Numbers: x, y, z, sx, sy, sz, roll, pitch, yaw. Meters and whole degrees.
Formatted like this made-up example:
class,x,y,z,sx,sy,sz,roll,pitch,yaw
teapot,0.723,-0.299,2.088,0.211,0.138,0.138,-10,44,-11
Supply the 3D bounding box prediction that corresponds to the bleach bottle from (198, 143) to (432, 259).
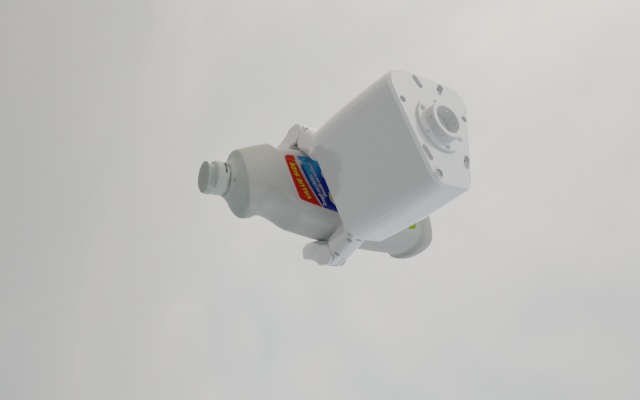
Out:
class,x,y,z,sx,sy,sz,roll,pitch,yaw
bleach bottle,0.000,0.002,0.490,0.251,0.102,0.068,8,-28,-34
